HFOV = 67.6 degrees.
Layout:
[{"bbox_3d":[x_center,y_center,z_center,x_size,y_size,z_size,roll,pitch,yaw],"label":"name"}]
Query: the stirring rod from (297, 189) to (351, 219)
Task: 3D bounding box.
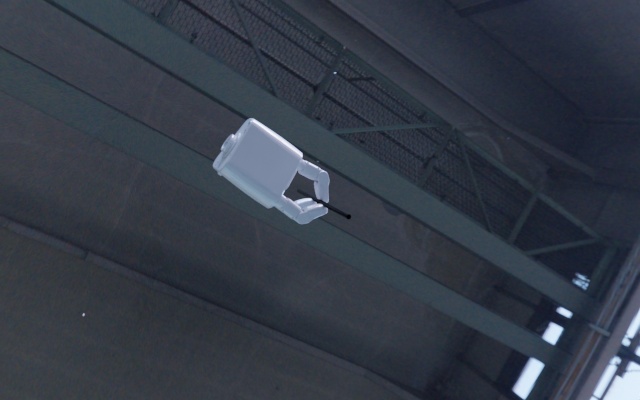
[{"bbox_3d":[0.000,0.003,0.838,0.011,0.011,0.239,0,11,-21],"label":"stirring rod"}]
